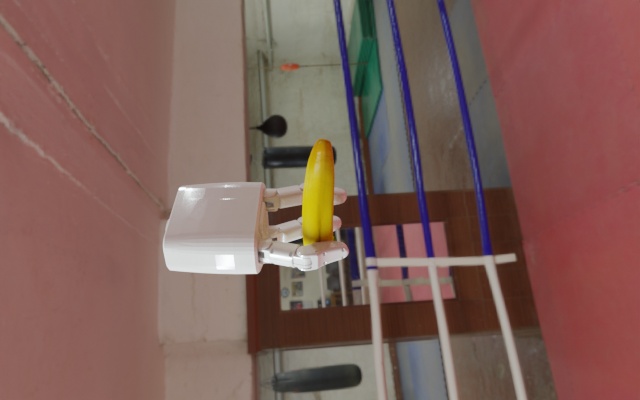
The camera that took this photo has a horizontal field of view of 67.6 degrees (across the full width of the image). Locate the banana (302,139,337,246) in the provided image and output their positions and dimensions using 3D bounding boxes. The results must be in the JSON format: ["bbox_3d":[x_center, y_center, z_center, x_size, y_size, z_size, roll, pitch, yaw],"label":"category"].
[{"bbox_3d":[-0.001,0.019,0.558,0.037,0.069,0.198,3,-38,5],"label":"banana"}]
